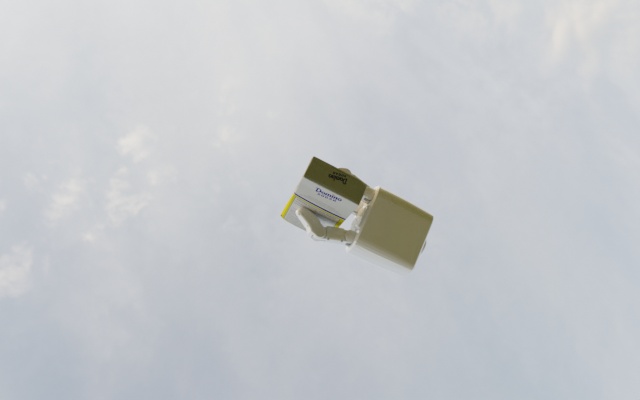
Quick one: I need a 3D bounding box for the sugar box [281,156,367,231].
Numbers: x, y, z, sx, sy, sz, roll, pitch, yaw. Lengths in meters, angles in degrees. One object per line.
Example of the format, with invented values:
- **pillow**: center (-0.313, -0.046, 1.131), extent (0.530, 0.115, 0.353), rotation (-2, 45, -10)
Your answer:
- **sugar box**: center (0.000, 0.002, 0.760), extent (0.093, 0.048, 0.176), rotation (27, -29, -5)
